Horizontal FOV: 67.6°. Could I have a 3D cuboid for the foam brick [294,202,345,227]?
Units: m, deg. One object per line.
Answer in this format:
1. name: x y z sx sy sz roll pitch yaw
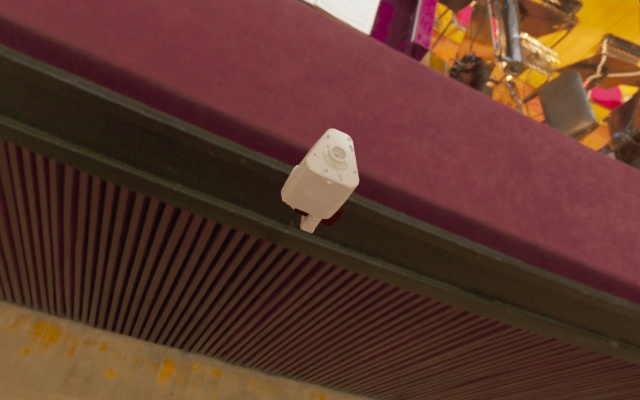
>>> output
1. foam brick: 0.000 0.003 0.866 0.078 0.053 0.051 22 -37 -15
